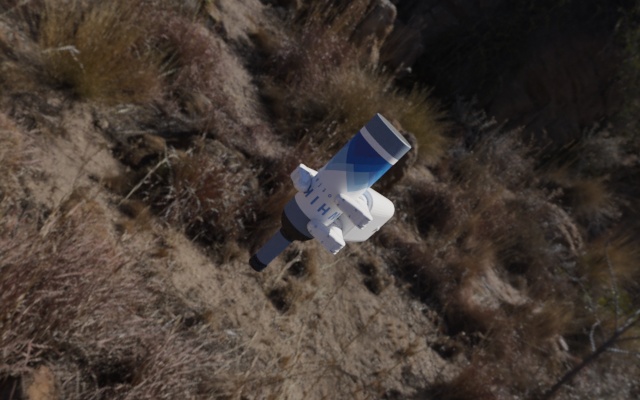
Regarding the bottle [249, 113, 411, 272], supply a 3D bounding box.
[{"bbox_3d":[0.000,0.002,0.695,0.296,0.069,0.069,-44,-16,17],"label":"bottle"}]
